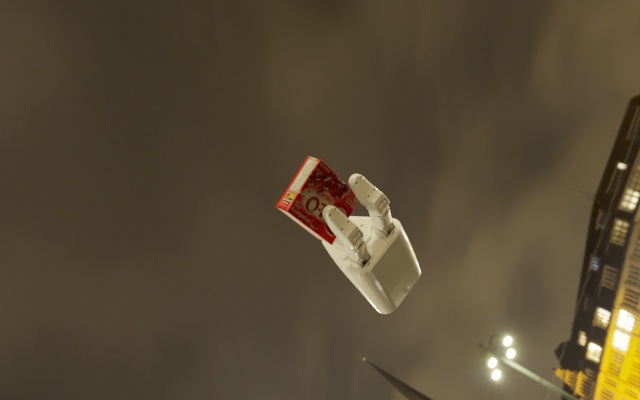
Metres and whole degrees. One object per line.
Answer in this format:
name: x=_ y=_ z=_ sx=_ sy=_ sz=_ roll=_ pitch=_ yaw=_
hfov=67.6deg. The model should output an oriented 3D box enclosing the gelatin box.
gelatin box: x=0.000 y=0.002 z=0.581 sx=0.089 sy=0.073 sz=0.030 roll=40 pitch=-12 yaw=-38
